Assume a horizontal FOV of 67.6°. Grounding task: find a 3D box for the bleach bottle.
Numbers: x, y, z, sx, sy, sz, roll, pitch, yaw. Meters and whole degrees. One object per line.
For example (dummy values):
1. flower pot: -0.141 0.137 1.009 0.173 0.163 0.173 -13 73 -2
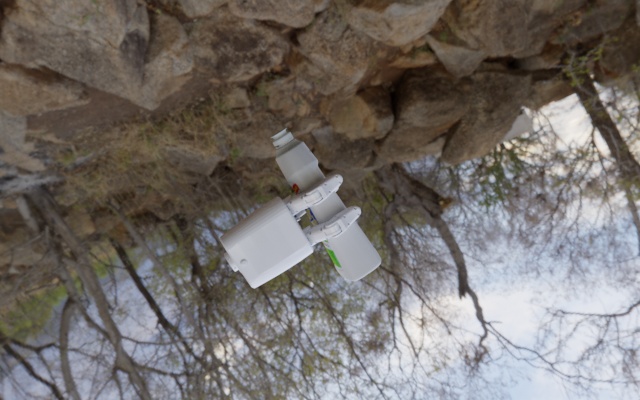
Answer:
1. bleach bottle: 0.000 0.002 0.742 0.068 0.251 0.102 -33 12 -7
